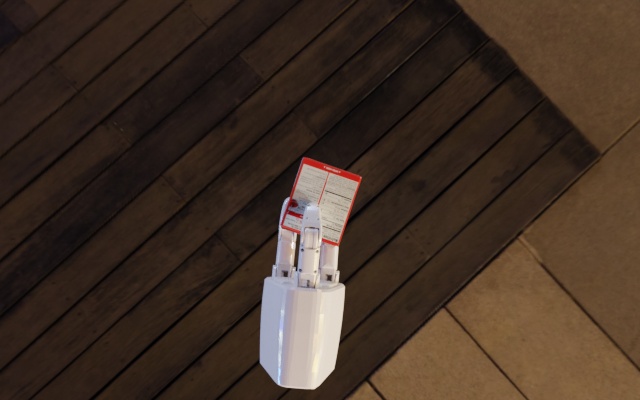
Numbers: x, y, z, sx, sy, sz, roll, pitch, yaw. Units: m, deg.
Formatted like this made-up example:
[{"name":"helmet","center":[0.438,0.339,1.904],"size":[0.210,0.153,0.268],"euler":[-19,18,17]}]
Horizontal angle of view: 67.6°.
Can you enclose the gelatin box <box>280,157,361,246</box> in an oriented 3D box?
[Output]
[{"name":"gelatin box","center":[0.000,0.002,0.569],"size":[0.073,0.089,0.030],"euler":[19,0,-2]}]
